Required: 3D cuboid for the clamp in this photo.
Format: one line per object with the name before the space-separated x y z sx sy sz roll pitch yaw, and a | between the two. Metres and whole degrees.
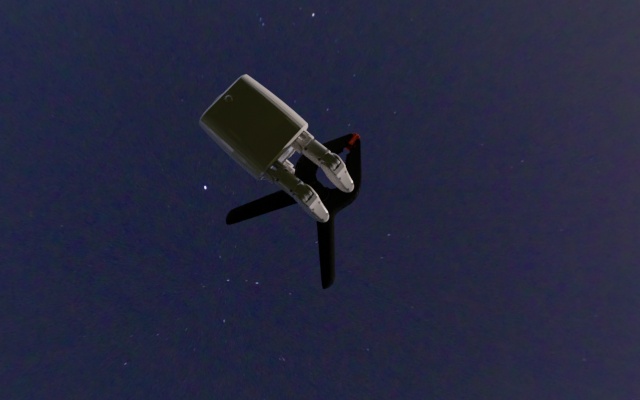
clamp | 0.000 0.002 0.649 0.164 0.210 0.036 41 -14 -1
